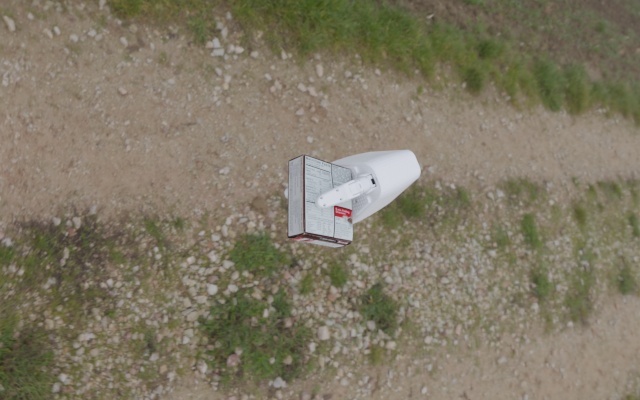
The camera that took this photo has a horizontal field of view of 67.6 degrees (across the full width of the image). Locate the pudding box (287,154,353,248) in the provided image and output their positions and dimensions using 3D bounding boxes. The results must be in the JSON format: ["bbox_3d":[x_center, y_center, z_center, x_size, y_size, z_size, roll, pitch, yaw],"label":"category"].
[{"bbox_3d":[0.000,0.002,0.649,0.090,0.113,0.039,14,-24,-38],"label":"pudding box"}]
